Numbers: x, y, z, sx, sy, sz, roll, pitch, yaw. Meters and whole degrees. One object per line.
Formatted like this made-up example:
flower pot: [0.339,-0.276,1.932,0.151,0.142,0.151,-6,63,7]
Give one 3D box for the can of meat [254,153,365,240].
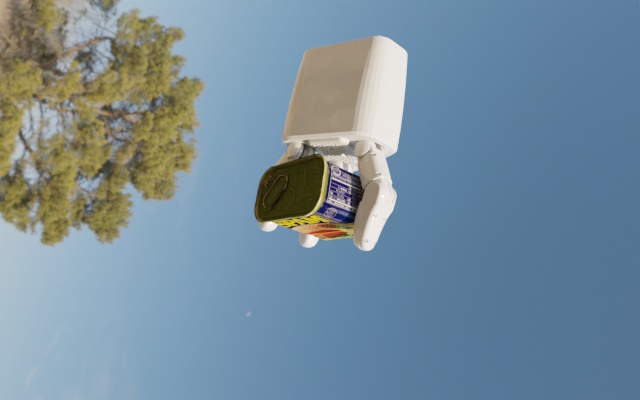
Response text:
can of meat: [0.000,0.002,0.460,0.084,0.057,0.102,21,-20,-37]
